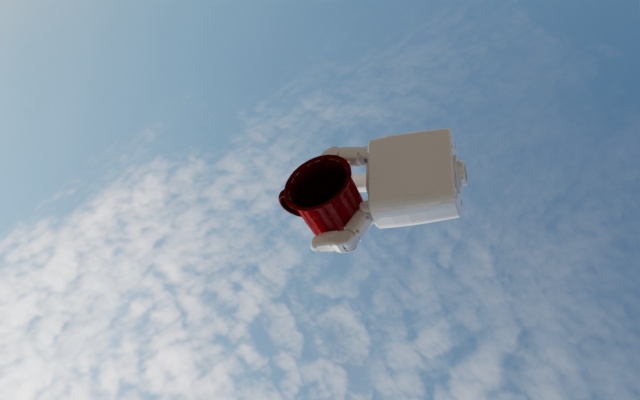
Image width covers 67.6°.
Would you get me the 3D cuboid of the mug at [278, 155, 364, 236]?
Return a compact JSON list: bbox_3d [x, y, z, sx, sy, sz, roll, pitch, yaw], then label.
[{"bbox_3d":[-0.001,0.002,0.632,0.117,0.093,0.081,-7,-41,25],"label":"mug"}]
